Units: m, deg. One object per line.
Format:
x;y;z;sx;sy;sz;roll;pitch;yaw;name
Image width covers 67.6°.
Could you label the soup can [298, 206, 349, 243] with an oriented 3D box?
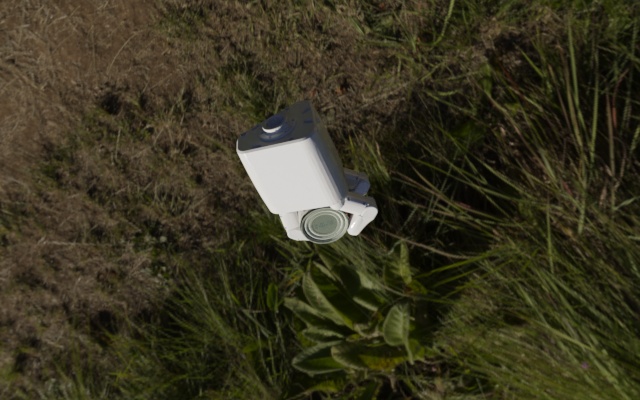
0.000;0.003;0.672;0.068;0.069;0.102;0;39;-9;soup can
